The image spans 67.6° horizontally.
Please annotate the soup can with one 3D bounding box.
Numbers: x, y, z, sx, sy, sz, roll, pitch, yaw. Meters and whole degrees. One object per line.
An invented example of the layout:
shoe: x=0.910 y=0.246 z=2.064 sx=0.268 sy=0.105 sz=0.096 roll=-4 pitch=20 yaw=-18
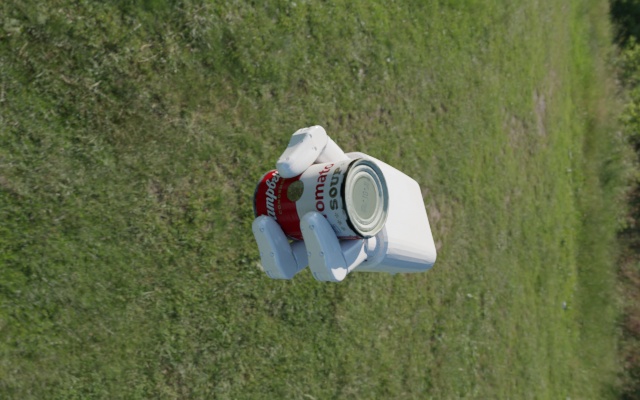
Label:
soup can: x=0.000 y=0.001 z=0.417 sx=0.102 sy=0.068 sz=0.068 roll=-5 pitch=-3 yaw=39
